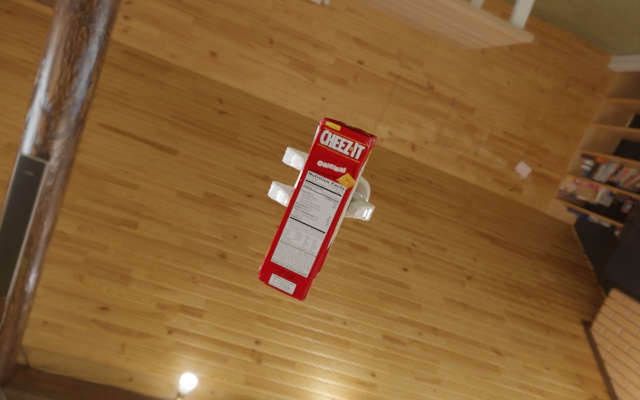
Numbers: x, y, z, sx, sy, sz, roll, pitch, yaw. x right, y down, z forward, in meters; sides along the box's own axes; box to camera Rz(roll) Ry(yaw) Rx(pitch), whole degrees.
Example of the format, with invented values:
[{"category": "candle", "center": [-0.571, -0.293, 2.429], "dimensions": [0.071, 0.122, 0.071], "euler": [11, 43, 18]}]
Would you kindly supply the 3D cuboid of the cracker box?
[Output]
[{"category": "cracker box", "center": [0.000, 0.002, 0.628], "dimensions": [0.072, 0.214, 0.164], "euler": [24, 10, 4]}]
